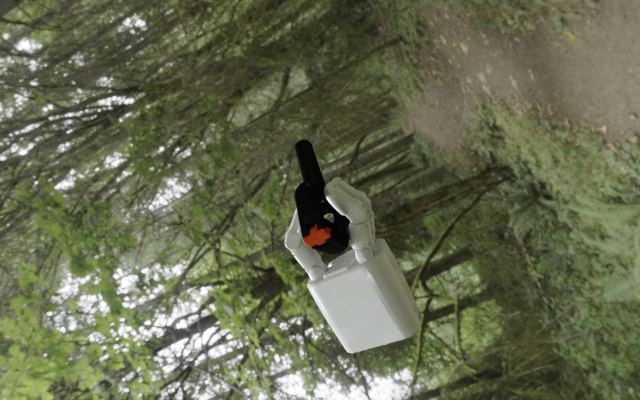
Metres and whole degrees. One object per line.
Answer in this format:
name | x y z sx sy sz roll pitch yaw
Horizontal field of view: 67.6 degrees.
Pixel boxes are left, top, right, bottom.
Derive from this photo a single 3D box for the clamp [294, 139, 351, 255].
clamp | -0.001 0.003 0.597 0.036 0.164 0.210 -30 5 13
